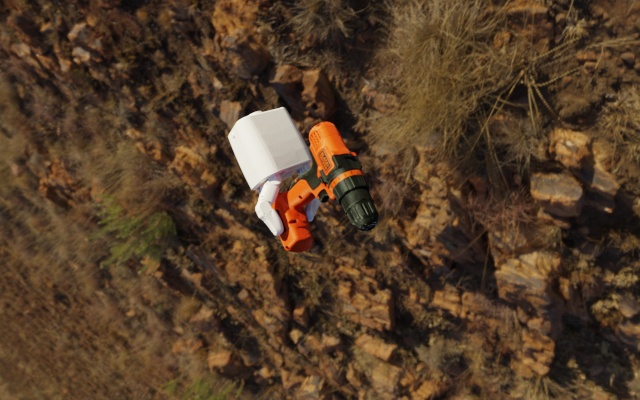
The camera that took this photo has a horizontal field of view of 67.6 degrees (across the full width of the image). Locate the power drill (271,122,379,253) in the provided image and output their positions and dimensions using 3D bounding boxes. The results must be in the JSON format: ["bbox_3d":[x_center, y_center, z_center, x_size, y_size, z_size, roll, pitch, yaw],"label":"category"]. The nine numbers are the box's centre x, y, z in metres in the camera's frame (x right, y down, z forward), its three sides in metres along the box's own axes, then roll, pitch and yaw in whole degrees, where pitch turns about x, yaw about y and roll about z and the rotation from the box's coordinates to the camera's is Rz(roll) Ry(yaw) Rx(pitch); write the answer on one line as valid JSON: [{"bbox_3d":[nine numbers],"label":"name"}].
[{"bbox_3d":[0.000,0.002,0.736,0.057,0.184,0.188,2,-36,-40],"label":"power drill"}]
